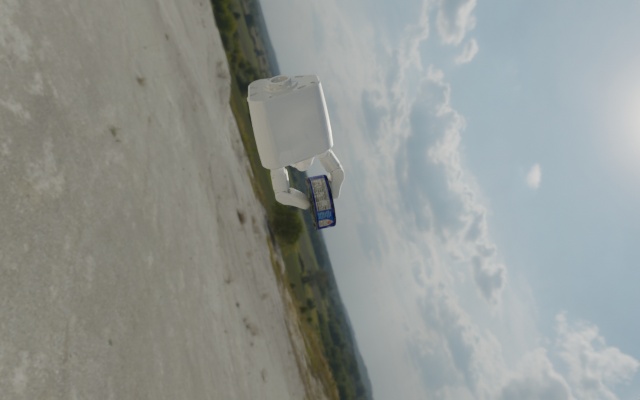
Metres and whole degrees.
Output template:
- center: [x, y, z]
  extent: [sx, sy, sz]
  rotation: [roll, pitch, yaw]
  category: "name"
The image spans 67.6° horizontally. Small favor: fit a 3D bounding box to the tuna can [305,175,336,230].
- center: [0.001, 0.002, 0.757]
  extent: [0.034, 0.086, 0.086]
  rotation: [-11, 1, -5]
  category: "tuna can"
